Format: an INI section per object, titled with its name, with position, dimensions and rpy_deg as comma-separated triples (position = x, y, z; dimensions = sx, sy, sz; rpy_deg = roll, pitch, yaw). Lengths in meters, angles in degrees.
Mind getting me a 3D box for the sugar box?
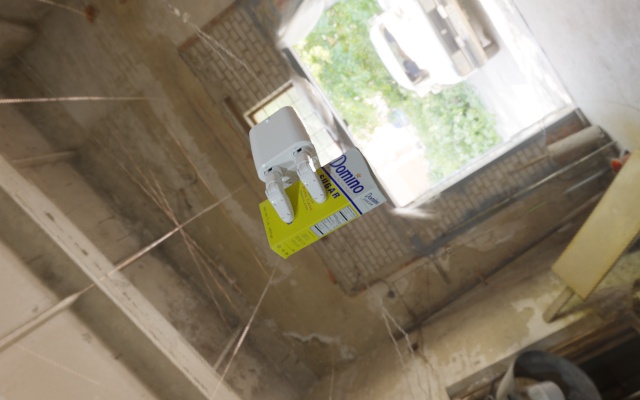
[sugar box]
position = 0.000, 0.002, 0.699
dimensions = 0.176, 0.093, 0.048
rpy_deg = -33, -42, 12
